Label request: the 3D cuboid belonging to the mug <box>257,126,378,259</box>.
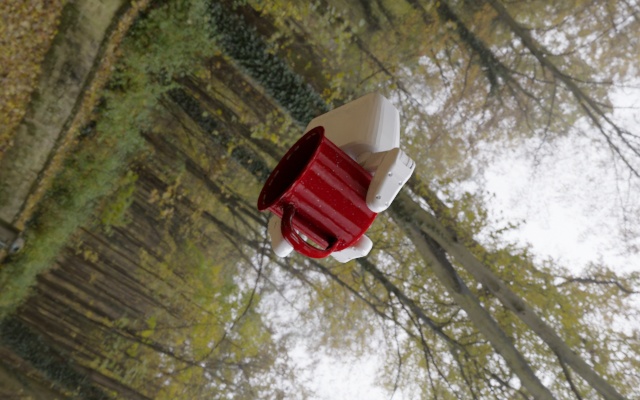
[{"bbox_3d":[0.000,0.002,0.425,0.081,0.117,0.093,37,-50,-19],"label":"mug"}]
